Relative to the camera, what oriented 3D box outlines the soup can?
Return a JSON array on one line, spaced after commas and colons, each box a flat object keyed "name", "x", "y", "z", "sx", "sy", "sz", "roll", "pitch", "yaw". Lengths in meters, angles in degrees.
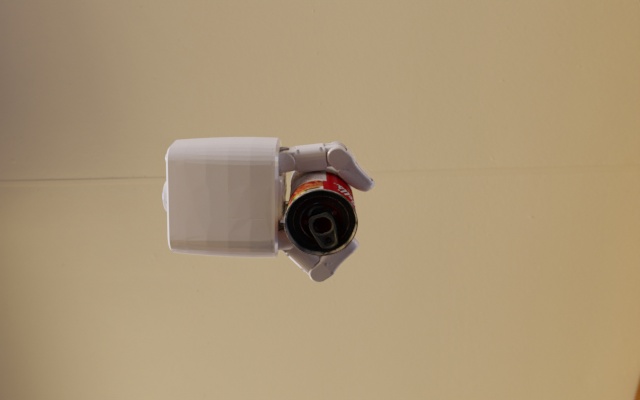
[{"name": "soup can", "x": 0.001, "y": 0.001, "z": 0.482, "sx": 0.068, "sy": 0.068, "sz": 0.102, "roll": 0, "pitch": 23, "yaw": -1}]
